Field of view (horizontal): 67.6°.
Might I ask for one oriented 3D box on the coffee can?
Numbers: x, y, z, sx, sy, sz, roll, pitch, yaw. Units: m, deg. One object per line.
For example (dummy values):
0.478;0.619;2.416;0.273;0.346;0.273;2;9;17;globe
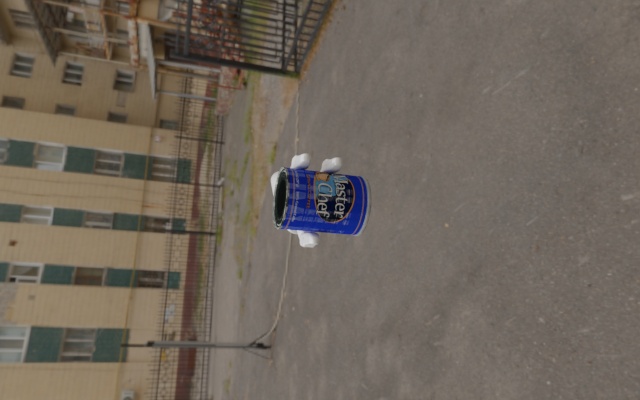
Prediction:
0.000;0.003;0.793;0.140;0.103;0.103;6;-2;-17;coffee can
